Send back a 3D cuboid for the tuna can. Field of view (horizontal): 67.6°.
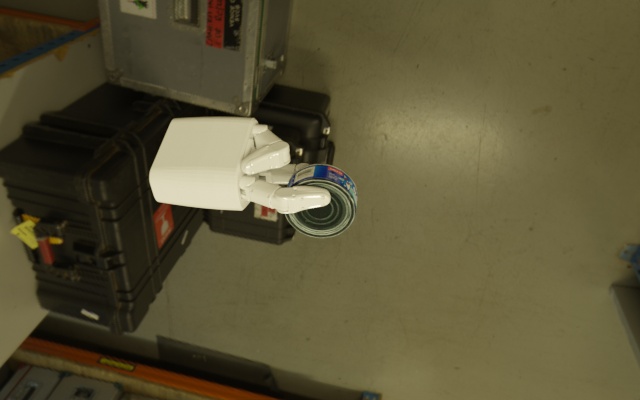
[{"bbox_3d":[0.000,0.002,0.558,0.086,0.086,0.033,0,34,7],"label":"tuna can"}]
